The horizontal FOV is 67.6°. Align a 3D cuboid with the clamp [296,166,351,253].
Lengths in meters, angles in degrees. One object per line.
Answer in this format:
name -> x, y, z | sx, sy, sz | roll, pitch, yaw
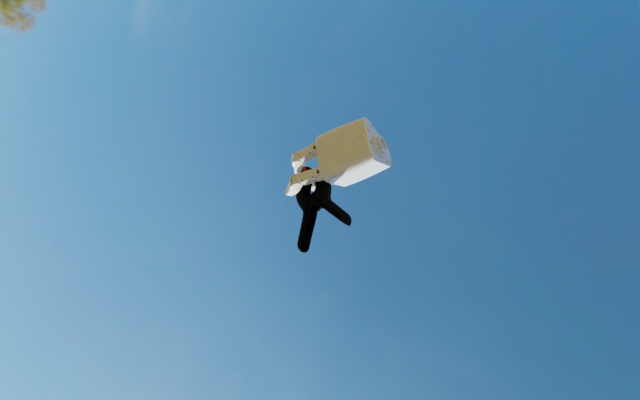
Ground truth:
clamp -> 0.000, 0.003, 0.897 | 0.120, 0.171, 0.039 | -22, -30, 26
